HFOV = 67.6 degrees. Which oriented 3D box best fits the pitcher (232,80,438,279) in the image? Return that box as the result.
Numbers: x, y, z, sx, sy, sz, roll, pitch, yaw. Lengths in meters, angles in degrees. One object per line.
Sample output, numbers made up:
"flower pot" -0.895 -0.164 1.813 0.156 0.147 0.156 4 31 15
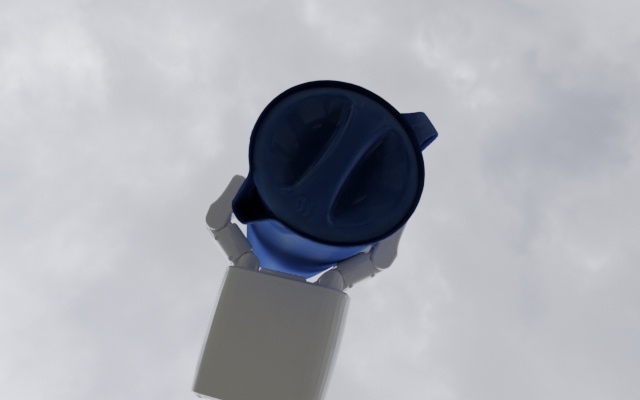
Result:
"pitcher" 0.000 0.002 0.456 0.149 0.145 0.243 17 -21 -7
